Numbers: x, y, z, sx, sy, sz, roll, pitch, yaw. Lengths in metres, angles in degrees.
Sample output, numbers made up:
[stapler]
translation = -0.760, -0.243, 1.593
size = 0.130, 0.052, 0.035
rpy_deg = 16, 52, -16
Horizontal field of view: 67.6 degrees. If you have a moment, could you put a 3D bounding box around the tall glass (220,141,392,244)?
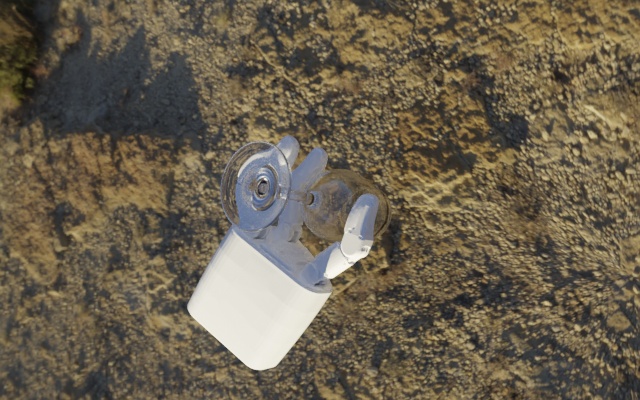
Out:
[tall glass]
translation = 0.000, 0.001, 0.465
size = 0.079, 0.079, 0.201
rpy_deg = 0, -7, 33
